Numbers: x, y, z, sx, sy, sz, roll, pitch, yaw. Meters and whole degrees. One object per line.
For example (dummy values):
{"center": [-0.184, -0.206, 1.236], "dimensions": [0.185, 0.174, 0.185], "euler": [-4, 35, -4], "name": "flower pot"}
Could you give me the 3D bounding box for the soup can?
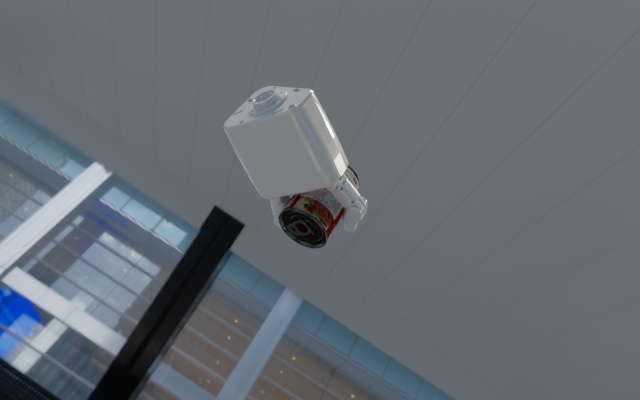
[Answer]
{"center": [0.001, 0.002, 0.617], "dimensions": [0.068, 0.068, 0.102], "euler": [0, 42, 38], "name": "soup can"}
